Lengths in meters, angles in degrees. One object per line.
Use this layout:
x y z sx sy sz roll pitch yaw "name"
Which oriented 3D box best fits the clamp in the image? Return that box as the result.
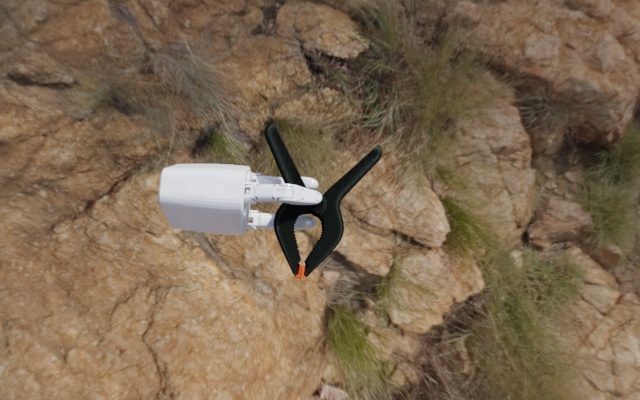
0.000 0.003 0.648 0.164 0.210 0.036 4 -9 -5 "clamp"
